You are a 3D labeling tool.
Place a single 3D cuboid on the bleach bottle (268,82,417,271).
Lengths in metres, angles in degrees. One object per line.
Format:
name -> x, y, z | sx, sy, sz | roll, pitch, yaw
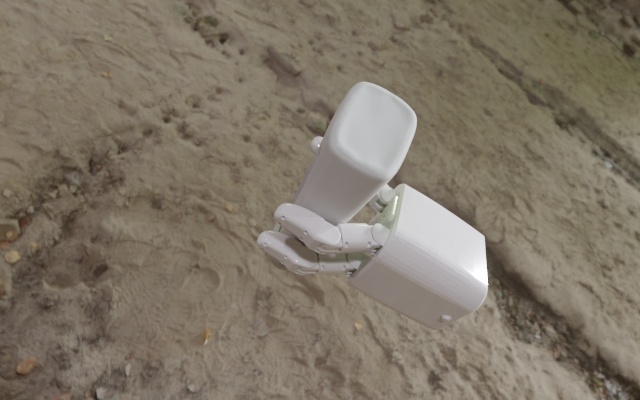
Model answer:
bleach bottle -> 0.000, 0.002, 0.486 | 0.068, 0.102, 0.251 | 30, -37, -4
